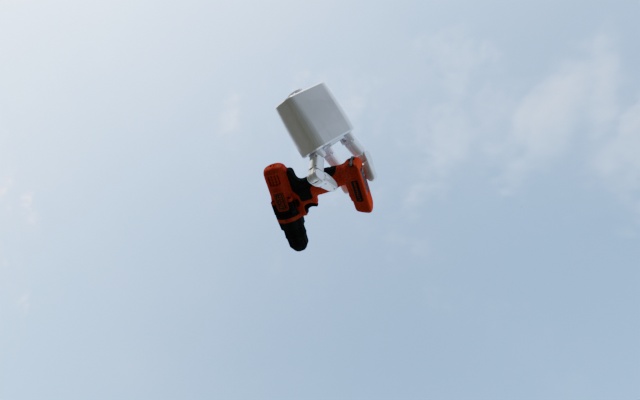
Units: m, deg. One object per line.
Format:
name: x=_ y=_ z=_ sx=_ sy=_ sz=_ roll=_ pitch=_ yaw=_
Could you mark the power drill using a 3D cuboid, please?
power drill: x=0.001 y=0.003 z=0.898 sx=0.187 sy=0.184 sz=0.057 roll=-13 pitch=23 yaw=13
